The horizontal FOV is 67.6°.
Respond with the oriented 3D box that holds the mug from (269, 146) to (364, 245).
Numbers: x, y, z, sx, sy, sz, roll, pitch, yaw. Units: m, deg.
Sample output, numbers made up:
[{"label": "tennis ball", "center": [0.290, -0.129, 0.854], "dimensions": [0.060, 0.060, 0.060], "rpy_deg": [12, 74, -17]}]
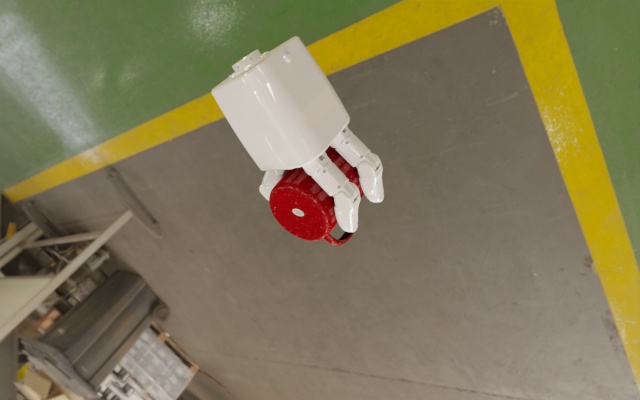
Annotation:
[{"label": "mug", "center": [0.001, 0.003, 0.560], "dimensions": [0.093, 0.117, 0.081], "rpy_deg": [-14, 27, 44]}]
